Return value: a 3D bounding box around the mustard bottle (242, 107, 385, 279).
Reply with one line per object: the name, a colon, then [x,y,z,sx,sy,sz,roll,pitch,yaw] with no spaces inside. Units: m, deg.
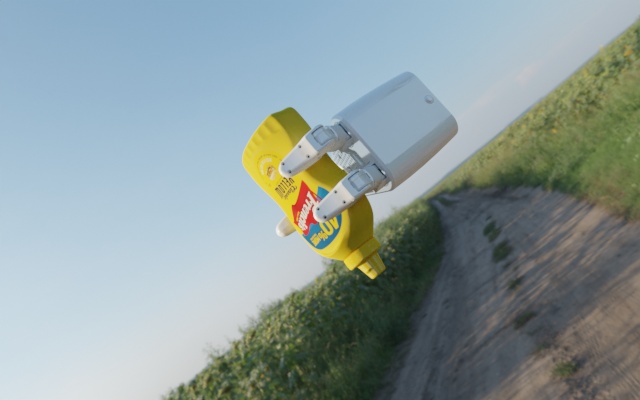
mustard bottle: [0.000,0.002,0.501,0.058,0.191,0.096,-32,-11,-43]
